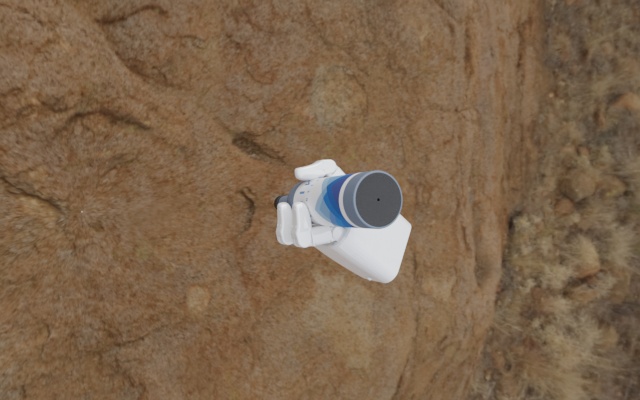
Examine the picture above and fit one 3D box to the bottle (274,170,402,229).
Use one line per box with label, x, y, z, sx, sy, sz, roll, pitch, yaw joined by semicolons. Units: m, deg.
bottle;0.000;0.002;0.669;0.069;0.069;0.296;0;-1;-27
